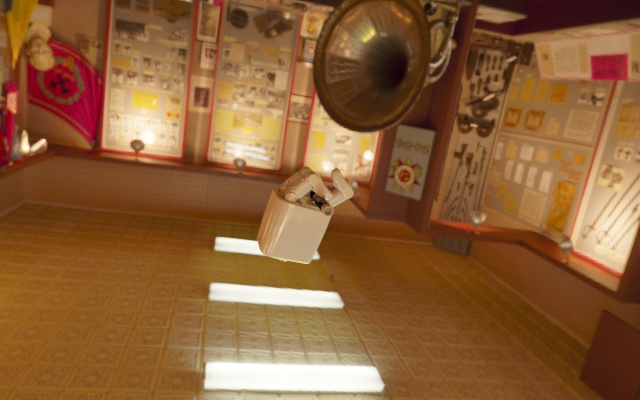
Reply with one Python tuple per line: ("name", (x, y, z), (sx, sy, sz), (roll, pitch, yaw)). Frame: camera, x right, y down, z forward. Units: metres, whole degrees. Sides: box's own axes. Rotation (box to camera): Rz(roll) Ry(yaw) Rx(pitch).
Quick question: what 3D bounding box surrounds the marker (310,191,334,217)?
("marker", (0.000, 0.003, 0.844), (0.020, 0.020, 0.121), (0, 15, -13))
